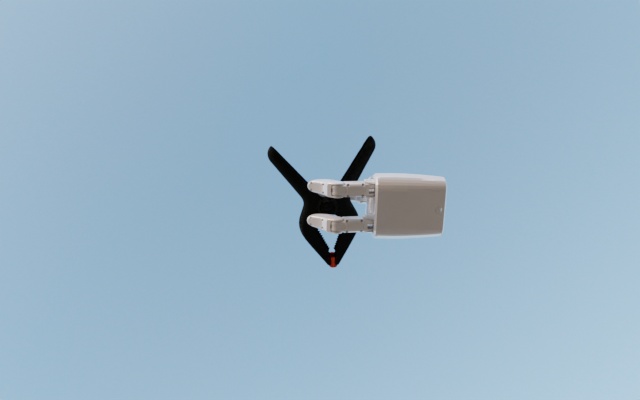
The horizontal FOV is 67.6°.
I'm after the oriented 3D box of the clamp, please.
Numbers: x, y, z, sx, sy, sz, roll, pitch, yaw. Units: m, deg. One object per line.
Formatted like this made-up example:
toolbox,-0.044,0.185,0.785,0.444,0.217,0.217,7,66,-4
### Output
clamp,0.000,0.003,0.749,0.164,0.210,0.036,1,14,1
